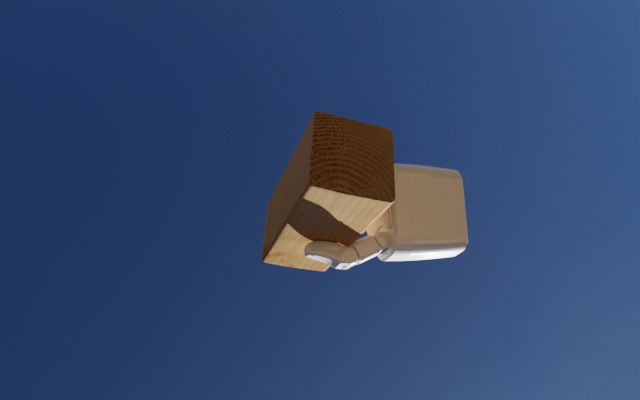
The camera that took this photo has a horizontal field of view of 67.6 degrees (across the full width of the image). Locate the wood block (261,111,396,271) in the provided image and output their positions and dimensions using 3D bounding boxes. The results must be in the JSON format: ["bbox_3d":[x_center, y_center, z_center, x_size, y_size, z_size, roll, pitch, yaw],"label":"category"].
[{"bbox_3d":[0.000,0.002,0.554,0.090,0.090,0.206,11,-30,-15],"label":"wood block"}]
